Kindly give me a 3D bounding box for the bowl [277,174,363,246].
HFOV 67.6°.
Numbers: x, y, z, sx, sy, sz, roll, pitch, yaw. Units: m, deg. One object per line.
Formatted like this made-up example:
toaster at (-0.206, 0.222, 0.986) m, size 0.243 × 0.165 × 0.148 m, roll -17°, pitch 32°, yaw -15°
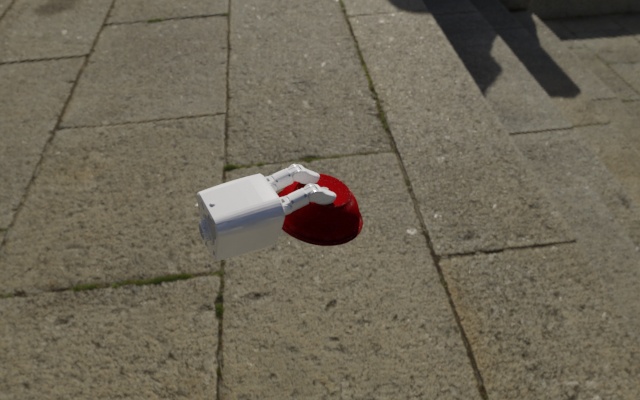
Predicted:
bowl at (0.001, 0.002, 0.807) m, size 0.162 × 0.055 × 0.162 m, roll 10°, pitch 36°, yaw -7°
